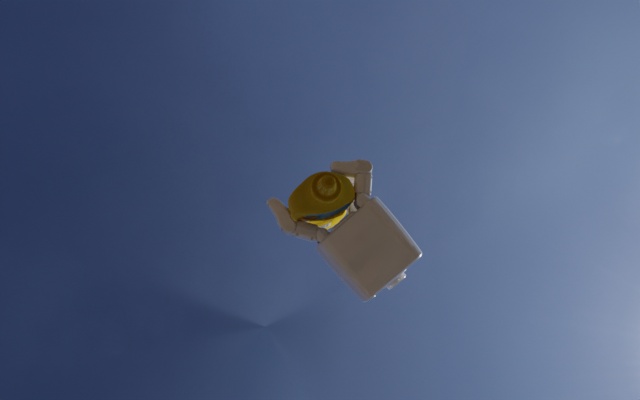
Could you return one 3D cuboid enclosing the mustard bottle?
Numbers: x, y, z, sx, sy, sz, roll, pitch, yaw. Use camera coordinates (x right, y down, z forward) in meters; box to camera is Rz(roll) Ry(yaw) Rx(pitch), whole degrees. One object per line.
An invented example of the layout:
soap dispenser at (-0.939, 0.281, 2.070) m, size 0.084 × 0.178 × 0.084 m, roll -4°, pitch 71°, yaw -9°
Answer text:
mustard bottle at (0.000, 0.002, 0.693) m, size 0.096 × 0.058 × 0.192 m, roll -14°, pitch -13°, yaw -10°
